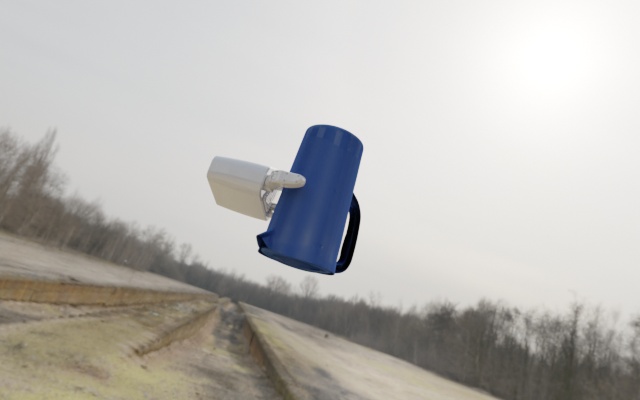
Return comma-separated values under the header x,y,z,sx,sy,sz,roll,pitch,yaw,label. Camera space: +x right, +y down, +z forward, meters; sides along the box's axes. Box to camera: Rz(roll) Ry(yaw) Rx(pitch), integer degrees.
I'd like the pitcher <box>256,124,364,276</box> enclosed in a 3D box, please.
x,y,z,sx,sy,sz,roll,pitch,yaw,label
0.000,0.003,0.821,0.145,0.242,0.149,15,-14,13,pitcher
